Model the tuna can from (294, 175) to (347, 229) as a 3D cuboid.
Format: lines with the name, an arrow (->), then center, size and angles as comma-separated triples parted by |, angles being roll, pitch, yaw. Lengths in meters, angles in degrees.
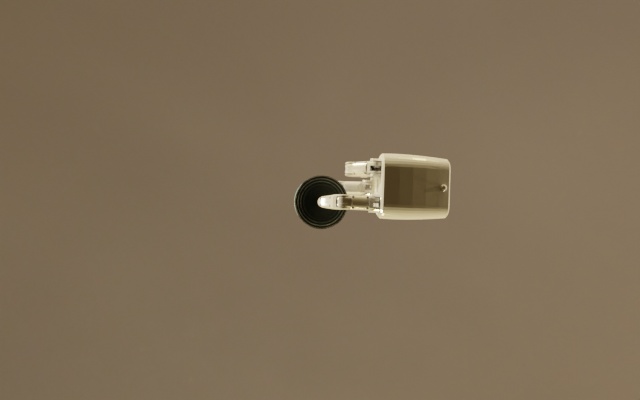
tuna can -> 0.000, 0.003, 0.774 | 0.086, 0.086, 0.034 | 0, 1, -6
